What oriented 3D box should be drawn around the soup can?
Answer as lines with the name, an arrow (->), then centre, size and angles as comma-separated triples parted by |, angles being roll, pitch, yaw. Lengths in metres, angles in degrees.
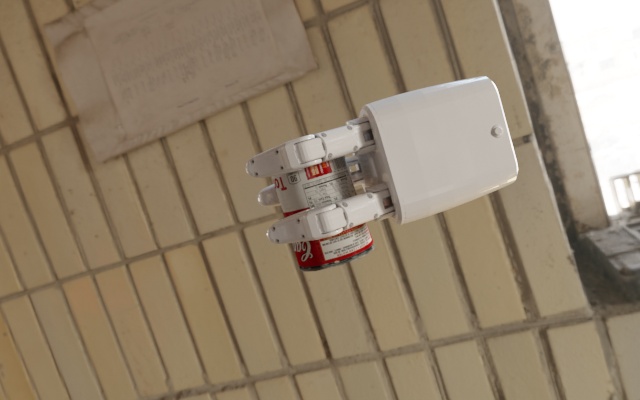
soup can -> -0.001, 0.001, 0.409 | 0.068, 0.102, 0.068 | -17, 4, 1
